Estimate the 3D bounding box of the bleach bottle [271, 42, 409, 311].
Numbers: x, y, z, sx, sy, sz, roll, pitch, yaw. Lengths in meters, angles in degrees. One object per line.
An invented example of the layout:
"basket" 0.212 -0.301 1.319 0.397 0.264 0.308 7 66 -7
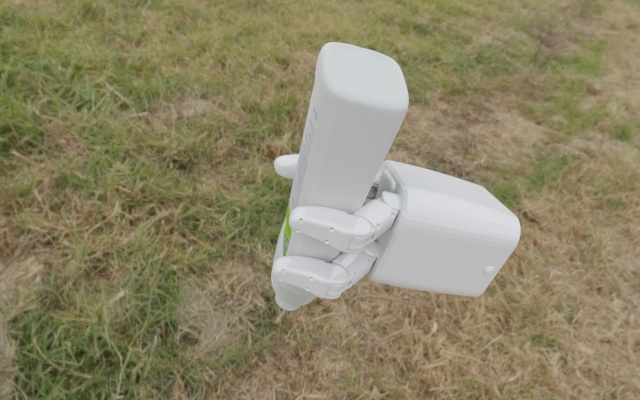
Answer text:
"bleach bottle" 0.000 0.001 0.420 0.068 0.251 0.102 12 38 -9
